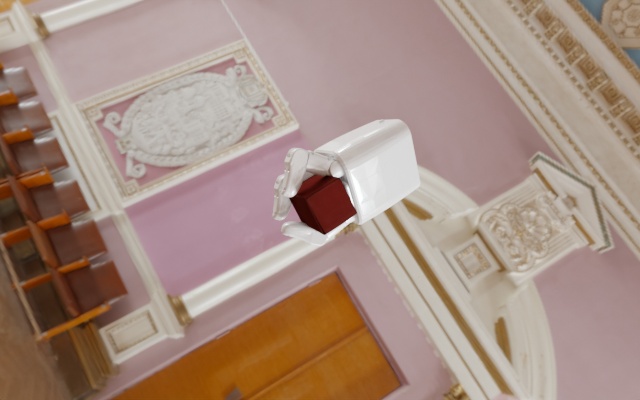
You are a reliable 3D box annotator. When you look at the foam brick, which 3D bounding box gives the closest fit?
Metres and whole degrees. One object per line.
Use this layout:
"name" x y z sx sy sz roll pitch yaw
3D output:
"foam brick" 0.000 0.002 0.597 0.051 0.053 0.078 -31 18 -15
